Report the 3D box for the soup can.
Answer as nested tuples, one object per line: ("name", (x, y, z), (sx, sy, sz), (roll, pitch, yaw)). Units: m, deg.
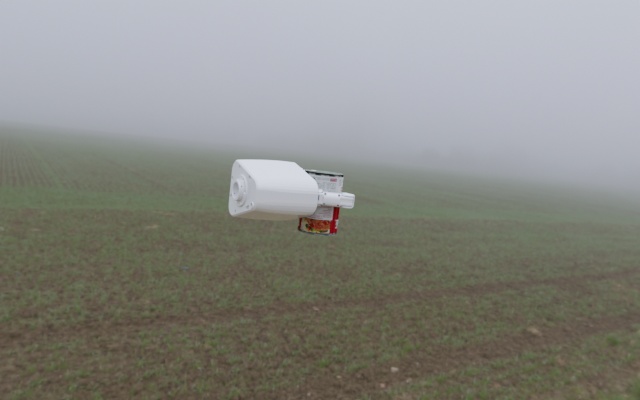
("soup can", (0.001, 0.002, 0.802), (0.068, 0.102, 0.068), (7, 6, -1))
